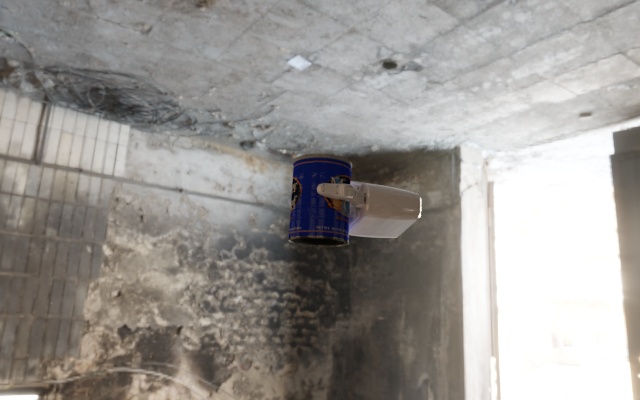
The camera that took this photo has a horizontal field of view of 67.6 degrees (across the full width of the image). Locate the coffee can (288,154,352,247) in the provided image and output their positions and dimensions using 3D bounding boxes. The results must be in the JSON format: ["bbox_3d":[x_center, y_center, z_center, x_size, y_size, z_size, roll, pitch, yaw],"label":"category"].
[{"bbox_3d":[0.000,0.002,0.814,0.103,0.140,0.103,3,-13,1],"label":"coffee can"}]
